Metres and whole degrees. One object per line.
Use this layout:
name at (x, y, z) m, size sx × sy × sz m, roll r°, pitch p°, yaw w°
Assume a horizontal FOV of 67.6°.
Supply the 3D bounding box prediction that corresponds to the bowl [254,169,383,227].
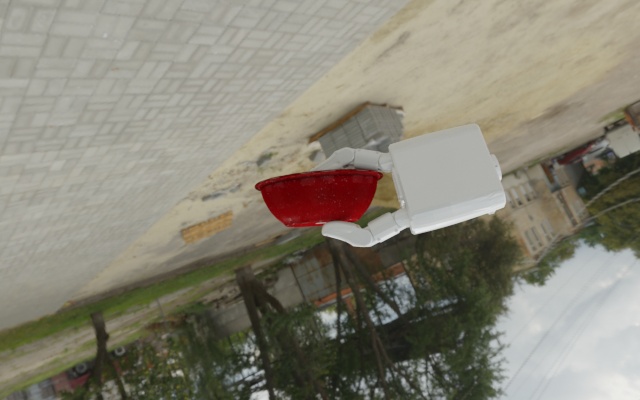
bowl at (-0.001, 0.003, 0.596) m, size 0.162 × 0.055 × 0.162 m, roll -5°, pitch -6°, yaw 0°
